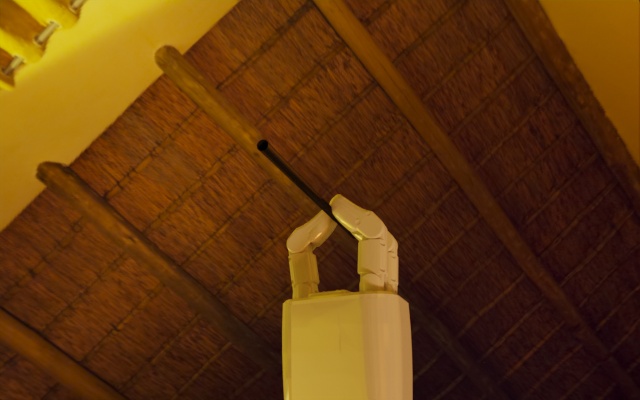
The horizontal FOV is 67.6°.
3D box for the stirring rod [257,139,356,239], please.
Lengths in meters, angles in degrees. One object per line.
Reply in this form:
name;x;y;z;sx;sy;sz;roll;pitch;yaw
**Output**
stirring rod;0.000;0.001;0.414;0.011;0.011;0.240;0;-18;19
